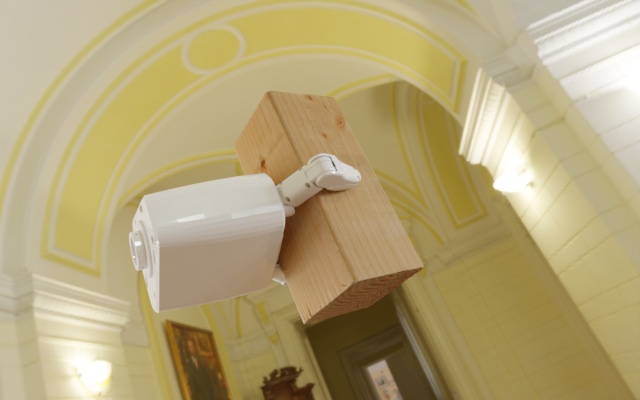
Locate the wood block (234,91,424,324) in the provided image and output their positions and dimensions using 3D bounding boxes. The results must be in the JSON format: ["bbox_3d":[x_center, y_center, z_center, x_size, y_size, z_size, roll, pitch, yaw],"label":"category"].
[{"bbox_3d":[0.000,0.001,0.473,0.090,0.206,0.091,-4,-31,-39],"label":"wood block"}]
